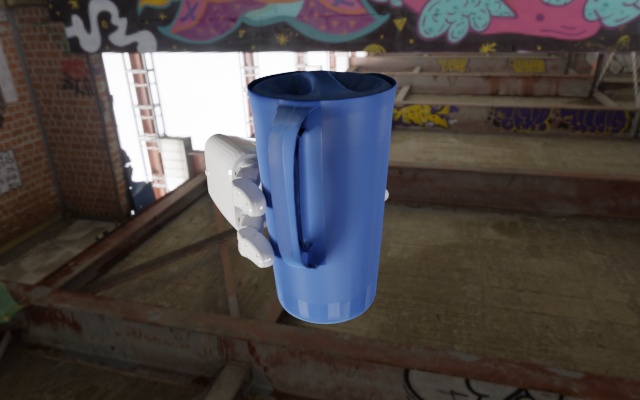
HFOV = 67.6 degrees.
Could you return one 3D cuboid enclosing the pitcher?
[{"bbox_3d":[0.000,0.001,0.468,0.149,0.243,0.145,-14,28,-25],"label":"pitcher"}]
